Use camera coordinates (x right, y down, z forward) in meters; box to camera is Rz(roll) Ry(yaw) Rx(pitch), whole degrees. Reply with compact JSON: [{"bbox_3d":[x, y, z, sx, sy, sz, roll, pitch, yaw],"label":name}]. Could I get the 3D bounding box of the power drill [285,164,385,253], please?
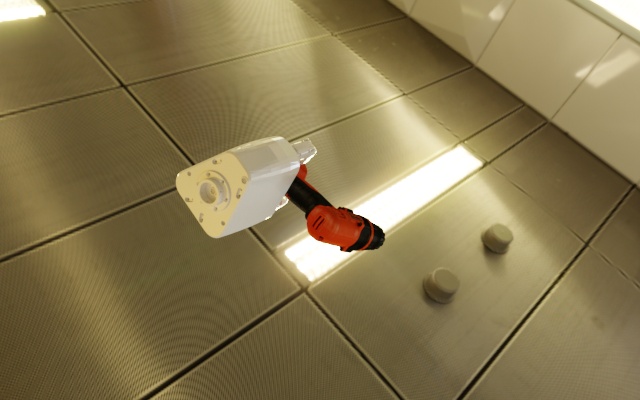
[{"bbox_3d":[0.000,0.002,0.693,0.187,0.057,0.184,41,10,29],"label":"power drill"}]
